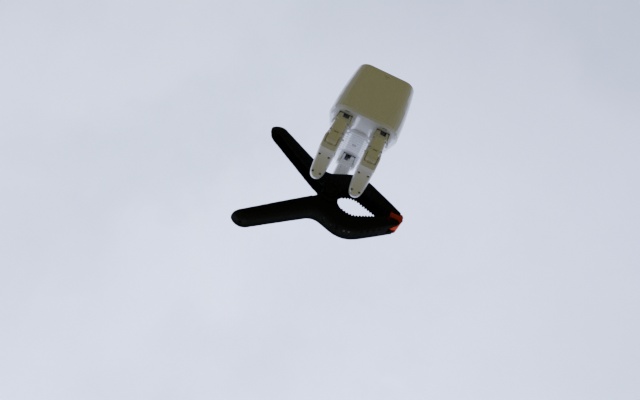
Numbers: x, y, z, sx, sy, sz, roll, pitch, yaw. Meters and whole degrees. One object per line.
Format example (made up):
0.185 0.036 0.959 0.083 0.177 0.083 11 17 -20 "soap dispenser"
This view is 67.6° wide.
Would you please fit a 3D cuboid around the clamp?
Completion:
0.000 0.003 0.609 0.210 0.164 0.036 26 -36 1 "clamp"
